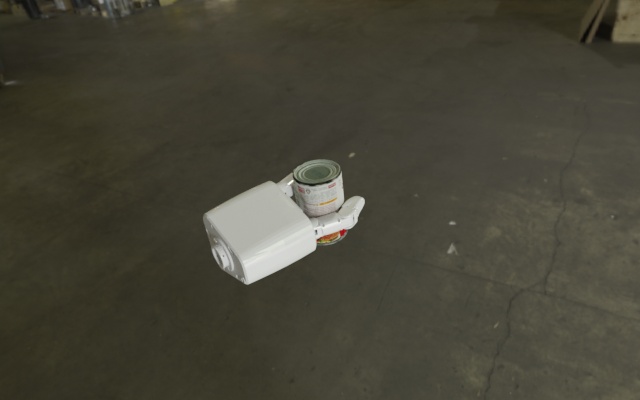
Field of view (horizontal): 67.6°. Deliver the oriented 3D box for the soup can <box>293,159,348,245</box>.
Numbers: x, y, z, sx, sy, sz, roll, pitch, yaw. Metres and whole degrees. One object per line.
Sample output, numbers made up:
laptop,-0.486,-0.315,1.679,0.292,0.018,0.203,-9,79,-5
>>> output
soup can,0.001,0.002,0.670,0.068,0.102,0.068,-5,33,4
